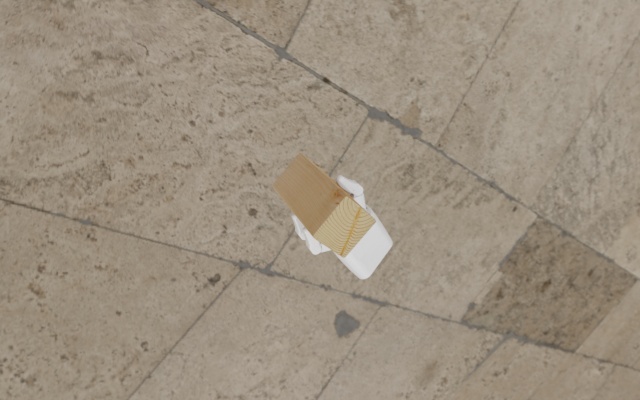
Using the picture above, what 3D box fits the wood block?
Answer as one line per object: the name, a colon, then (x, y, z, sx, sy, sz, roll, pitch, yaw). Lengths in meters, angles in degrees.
wood block: (0.001, 0.003, 0.889, 0.090, 0.091, 0.206, 37, 5, -36)
